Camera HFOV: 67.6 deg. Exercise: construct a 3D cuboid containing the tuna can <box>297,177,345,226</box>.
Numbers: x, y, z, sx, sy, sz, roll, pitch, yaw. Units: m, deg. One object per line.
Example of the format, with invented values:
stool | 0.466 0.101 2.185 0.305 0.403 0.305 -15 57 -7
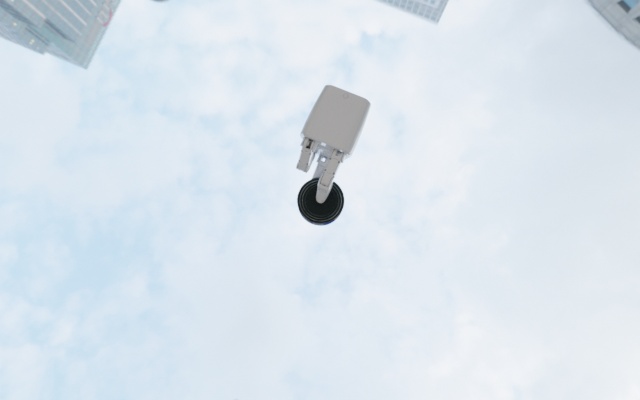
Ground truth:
tuna can | 0.000 0.003 0.873 0.086 0.086 0.034 0 -12 -1
